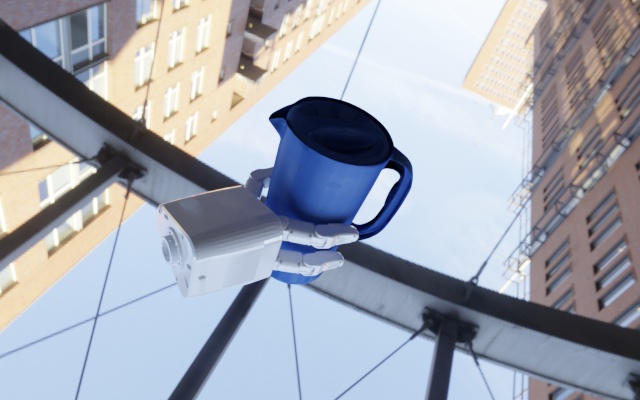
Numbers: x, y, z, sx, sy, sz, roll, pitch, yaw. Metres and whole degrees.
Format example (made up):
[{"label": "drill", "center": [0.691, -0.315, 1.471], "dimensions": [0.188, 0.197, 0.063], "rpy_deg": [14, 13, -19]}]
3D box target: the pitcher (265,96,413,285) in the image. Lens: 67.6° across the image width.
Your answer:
[{"label": "pitcher", "center": [0.000, 0.002, 0.623], "dimensions": [0.145, 0.243, 0.149], "rpy_deg": [-15, 52, -36]}]
